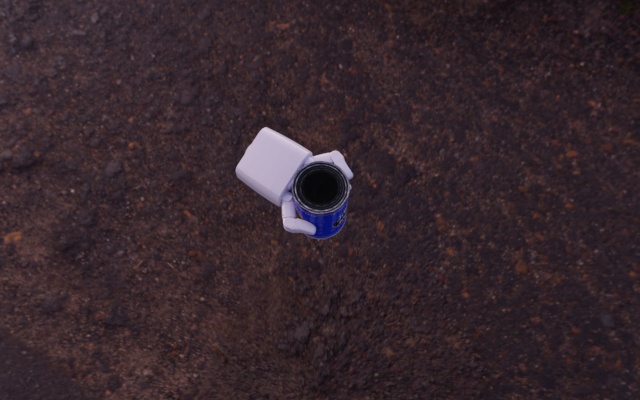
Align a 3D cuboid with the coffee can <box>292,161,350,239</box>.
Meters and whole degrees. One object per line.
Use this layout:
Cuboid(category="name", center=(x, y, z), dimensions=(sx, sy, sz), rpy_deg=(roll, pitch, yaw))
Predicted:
Cuboid(category="coffee can", center=(0.000, 0.003, 0.896), dimensions=(0.103, 0.102, 0.140), rpy_deg=(0, -23, 0))
